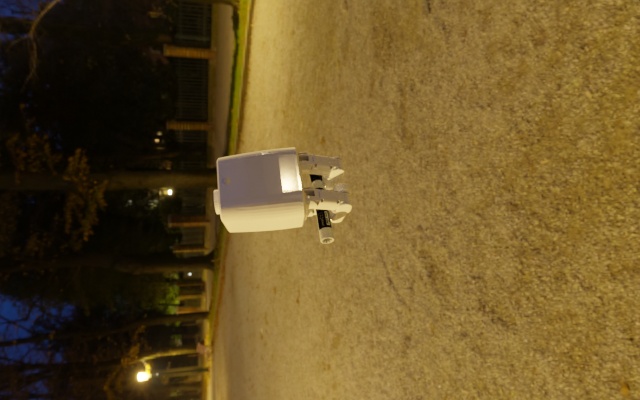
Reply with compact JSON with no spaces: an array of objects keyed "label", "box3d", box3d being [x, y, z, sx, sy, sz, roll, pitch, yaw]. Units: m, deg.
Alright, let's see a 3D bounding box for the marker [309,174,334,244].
[{"label":"marker","box3d":[0.000,0.002,0.660,0.020,0.121,0.020,-7,-31,-5]}]
